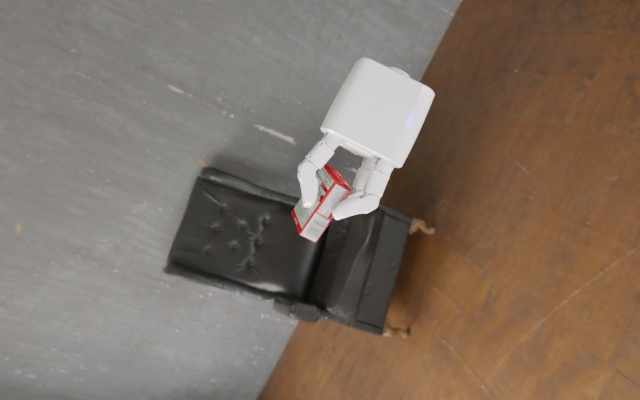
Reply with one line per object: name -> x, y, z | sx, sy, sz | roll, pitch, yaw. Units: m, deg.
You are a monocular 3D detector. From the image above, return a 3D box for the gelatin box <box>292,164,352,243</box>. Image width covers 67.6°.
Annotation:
gelatin box -> 0.000, 0.002, 0.648 | 0.030, 0.089, 0.073 | 29, 13, -22
